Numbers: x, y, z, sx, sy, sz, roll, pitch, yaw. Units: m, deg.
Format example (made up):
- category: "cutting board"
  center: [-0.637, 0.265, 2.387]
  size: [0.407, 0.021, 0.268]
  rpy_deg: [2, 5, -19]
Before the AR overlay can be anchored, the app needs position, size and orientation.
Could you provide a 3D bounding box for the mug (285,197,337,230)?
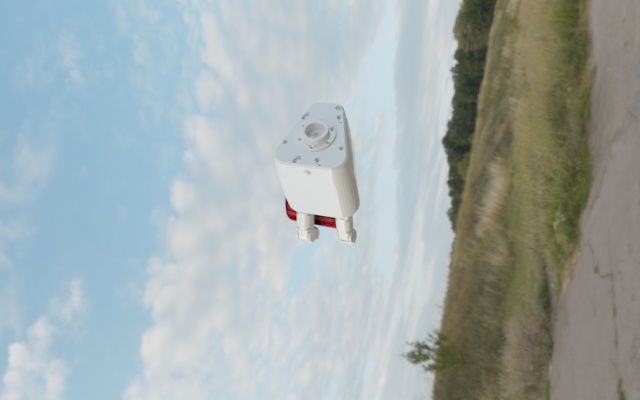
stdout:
- category: "mug"
  center: [0.000, 0.003, 0.720]
  size: [0.081, 0.093, 0.117]
  rpy_deg: [9, -31, 16]
